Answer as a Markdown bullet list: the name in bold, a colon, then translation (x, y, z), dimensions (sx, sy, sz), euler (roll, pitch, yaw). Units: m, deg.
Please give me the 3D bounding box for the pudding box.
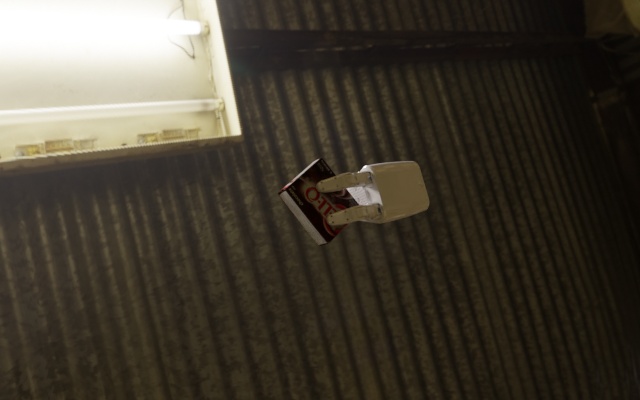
- **pudding box**: translation (0.000, 0.003, 0.768), dimensions (0.090, 0.113, 0.039), euler (-44, 8, -30)
